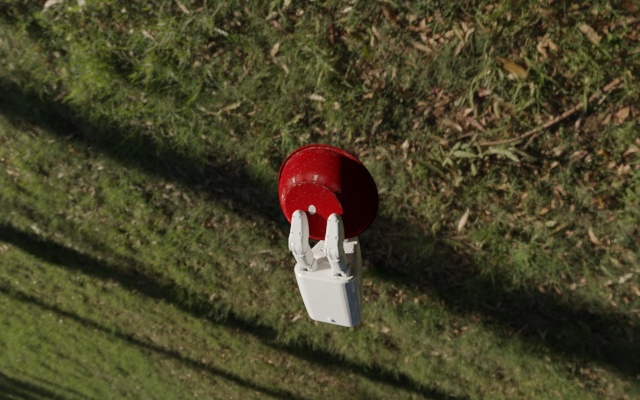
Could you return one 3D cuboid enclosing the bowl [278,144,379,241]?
[{"bbox_3d":[-0.001,0.001,0.692,0.162,0.162,0.055,0,28,25],"label":"bowl"}]
